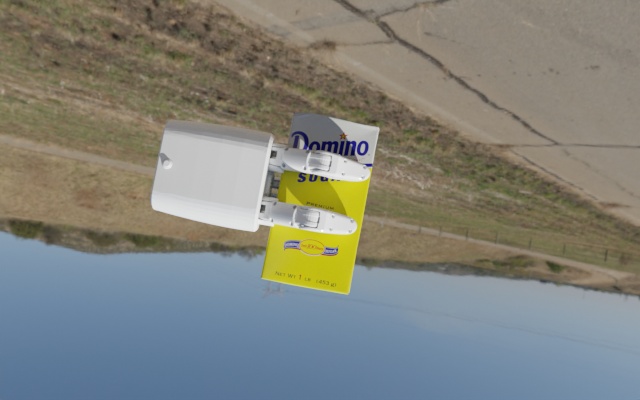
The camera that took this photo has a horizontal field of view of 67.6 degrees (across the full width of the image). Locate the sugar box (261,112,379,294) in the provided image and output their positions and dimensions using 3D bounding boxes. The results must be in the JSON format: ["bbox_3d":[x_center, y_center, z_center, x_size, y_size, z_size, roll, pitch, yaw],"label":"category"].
[{"bbox_3d":[0.000,0.002,0.500,0.093,0.176,0.048,10,-3,-2],"label":"sugar box"}]
